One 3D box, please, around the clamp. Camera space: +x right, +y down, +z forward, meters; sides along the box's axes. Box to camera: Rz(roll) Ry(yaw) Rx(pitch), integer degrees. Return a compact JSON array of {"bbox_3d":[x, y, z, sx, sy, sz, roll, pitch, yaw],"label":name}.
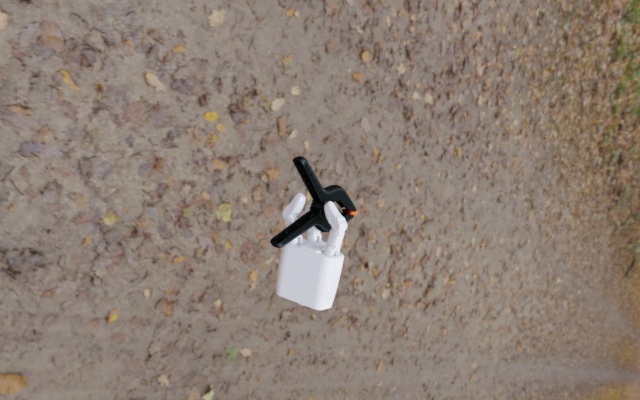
[{"bbox_3d":[0.001,0.003,0.894,0.036,0.164,0.210,22,14,39],"label":"clamp"}]
